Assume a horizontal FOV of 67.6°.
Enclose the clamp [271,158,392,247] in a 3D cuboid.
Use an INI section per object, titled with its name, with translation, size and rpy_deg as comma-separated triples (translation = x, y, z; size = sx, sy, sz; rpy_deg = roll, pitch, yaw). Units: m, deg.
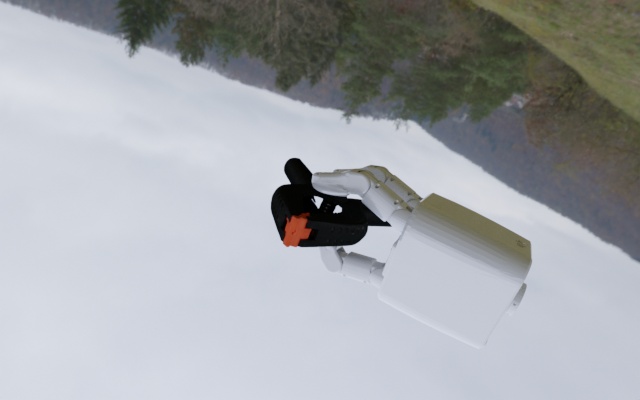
[clamp]
translation = 0.000, 0.002, 0.482
size = 0.164, 0.036, 0.210
rpy_deg = 25, 17, 18
